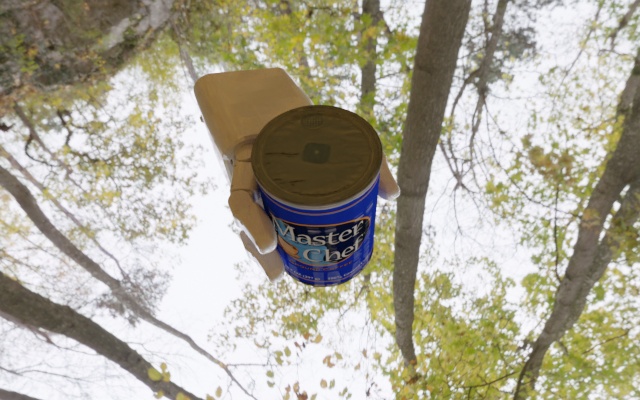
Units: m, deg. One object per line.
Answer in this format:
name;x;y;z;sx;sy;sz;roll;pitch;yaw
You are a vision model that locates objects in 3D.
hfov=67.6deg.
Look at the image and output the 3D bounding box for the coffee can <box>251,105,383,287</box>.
coffee can;0.000;0.001;0.426;0.103;0.102;0.140;0;-35;3
